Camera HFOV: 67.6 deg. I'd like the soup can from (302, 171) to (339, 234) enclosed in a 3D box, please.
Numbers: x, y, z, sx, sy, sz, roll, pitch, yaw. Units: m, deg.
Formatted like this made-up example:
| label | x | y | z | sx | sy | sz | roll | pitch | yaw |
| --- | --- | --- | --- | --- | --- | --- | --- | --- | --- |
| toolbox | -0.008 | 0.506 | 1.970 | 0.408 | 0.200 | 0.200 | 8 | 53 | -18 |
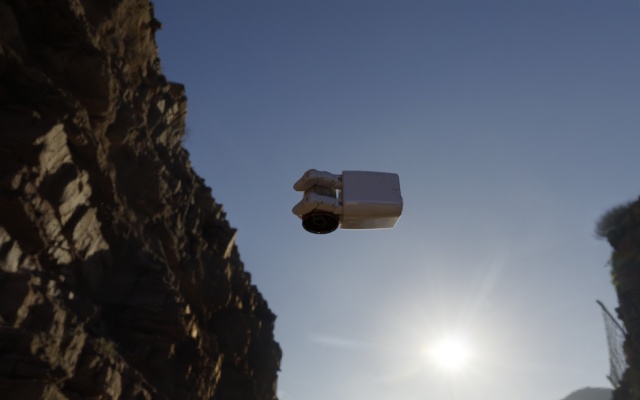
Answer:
| label | x | y | z | sx | sy | sz | roll | pitch | yaw |
| --- | --- | --- | --- | --- | --- | --- | --- | --- | --- |
| soup can | 0.000 | 0.003 | 0.899 | 0.068 | 0.102 | 0.069 | 0 | -36 | 0 |
